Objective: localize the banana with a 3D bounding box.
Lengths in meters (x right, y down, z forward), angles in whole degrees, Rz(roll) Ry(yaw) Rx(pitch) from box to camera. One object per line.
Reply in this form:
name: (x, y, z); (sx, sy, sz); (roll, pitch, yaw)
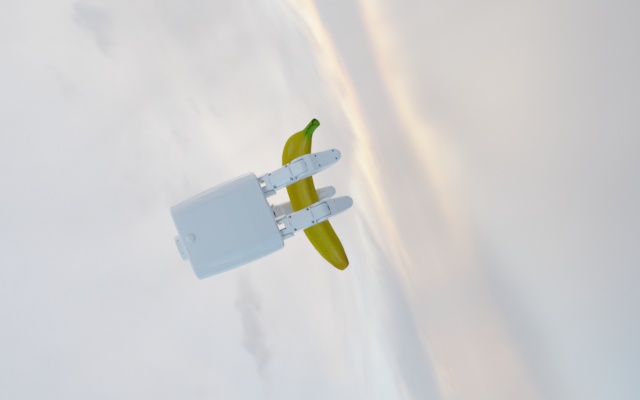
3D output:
banana: (-0.012, -0.002, 0.611); (0.037, 0.198, 0.069); (-24, 18, -34)
